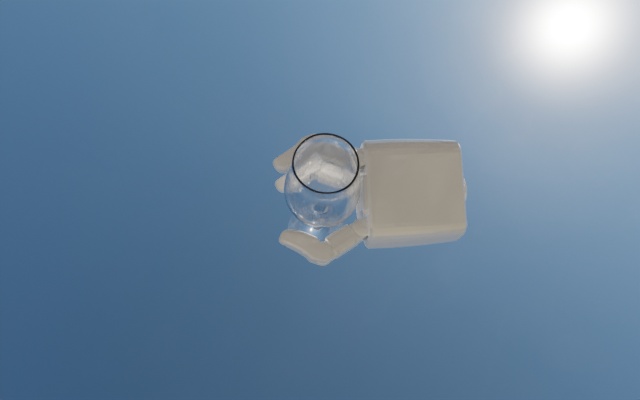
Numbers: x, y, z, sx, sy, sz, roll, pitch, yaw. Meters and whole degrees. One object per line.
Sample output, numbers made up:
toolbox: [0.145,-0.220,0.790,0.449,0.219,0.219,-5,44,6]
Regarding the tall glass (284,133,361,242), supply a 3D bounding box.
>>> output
tall glass: [0.000,0.002,0.523,0.079,0.079,0.201,0,-21,-3]
